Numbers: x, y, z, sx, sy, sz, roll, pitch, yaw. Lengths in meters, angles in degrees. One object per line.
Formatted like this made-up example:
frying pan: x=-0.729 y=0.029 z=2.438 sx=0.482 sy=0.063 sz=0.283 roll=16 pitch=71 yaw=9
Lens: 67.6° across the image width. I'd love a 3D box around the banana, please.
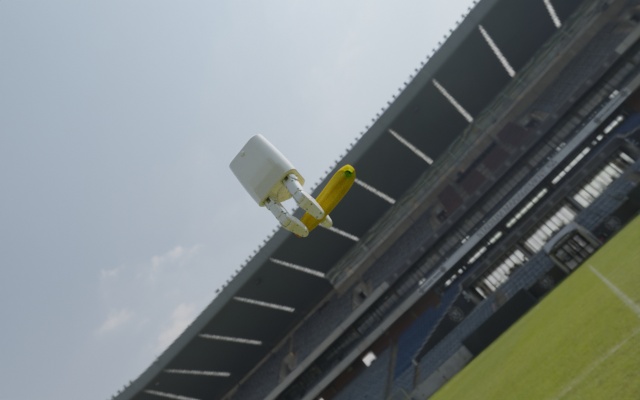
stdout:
banana: x=0.013 y=-0.005 z=0.880 sx=0.069 sy=0.037 sz=0.198 roll=-28 pitch=-19 yaw=-47
